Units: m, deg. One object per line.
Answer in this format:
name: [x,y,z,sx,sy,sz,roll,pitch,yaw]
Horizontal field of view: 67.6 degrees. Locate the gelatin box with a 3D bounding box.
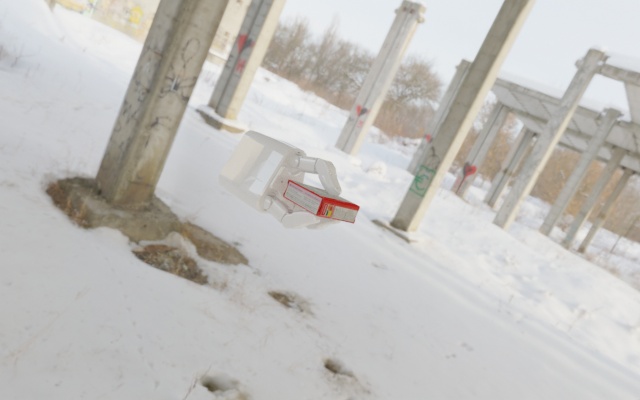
gelatin box: [0.000,0.002,0.685,0.073,0.030,0.089,14,9,-41]
